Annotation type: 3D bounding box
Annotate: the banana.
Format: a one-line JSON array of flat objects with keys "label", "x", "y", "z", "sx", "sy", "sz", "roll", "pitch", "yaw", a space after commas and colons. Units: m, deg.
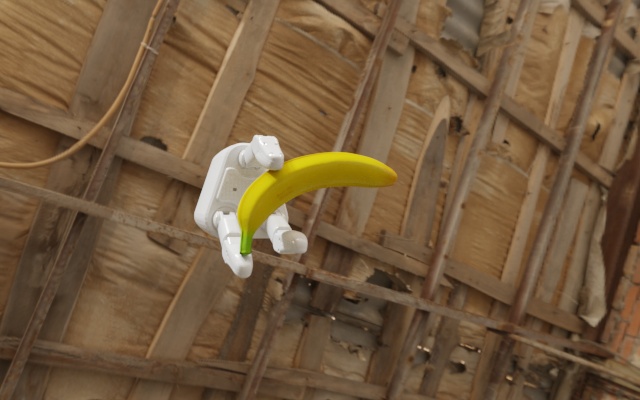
[{"label": "banana", "x": -0.010, "y": -0.014, "z": 0.501, "sx": 0.198, "sy": 0.069, "sz": 0.037, "roll": -25, "pitch": 8, "yaw": -22}]
